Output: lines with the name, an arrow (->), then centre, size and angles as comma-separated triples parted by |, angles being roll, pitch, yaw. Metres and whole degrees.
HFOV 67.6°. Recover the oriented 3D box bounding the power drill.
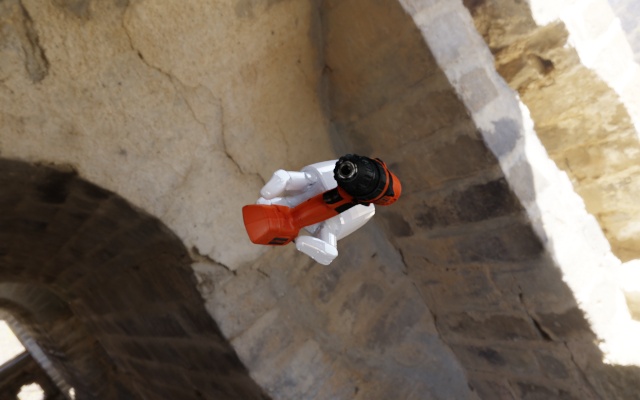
power drill -> 0.000, 0.002, 0.597 | 0.188, 0.057, 0.184 | -21, -14, 18
